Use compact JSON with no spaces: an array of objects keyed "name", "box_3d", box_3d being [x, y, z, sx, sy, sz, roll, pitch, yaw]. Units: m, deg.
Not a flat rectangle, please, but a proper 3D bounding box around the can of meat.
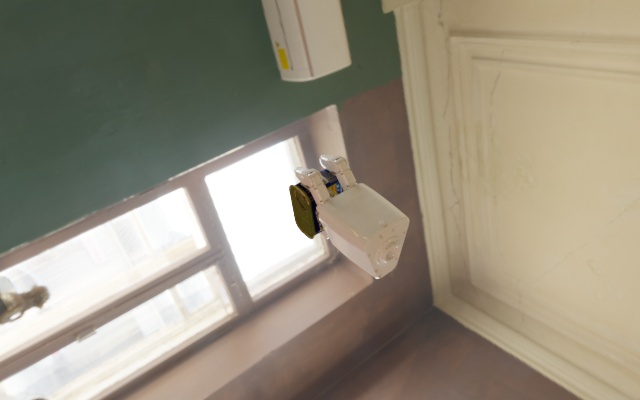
[{"name":"can of meat","box_3d":[0.000,0.003,0.809,0.084,0.102,0.057,-29,42,-25]}]
